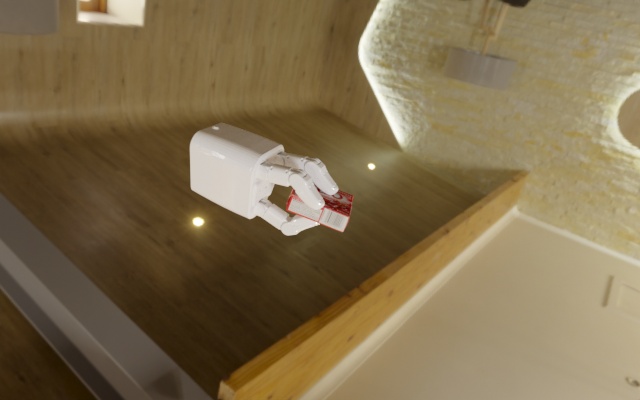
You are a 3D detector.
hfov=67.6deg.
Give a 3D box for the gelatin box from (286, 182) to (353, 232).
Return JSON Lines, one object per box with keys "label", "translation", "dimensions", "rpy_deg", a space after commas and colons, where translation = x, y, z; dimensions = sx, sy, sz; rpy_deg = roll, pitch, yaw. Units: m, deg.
{"label": "gelatin box", "translation": [0.000, 0.003, 0.688], "dimensions": [0.089, 0.030, 0.073], "rpy_deg": [22, 26, -2]}
